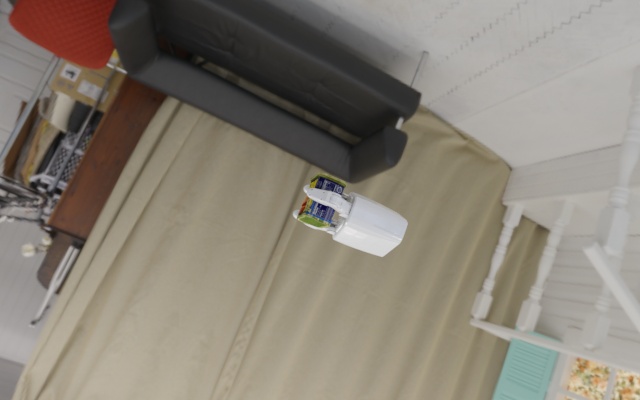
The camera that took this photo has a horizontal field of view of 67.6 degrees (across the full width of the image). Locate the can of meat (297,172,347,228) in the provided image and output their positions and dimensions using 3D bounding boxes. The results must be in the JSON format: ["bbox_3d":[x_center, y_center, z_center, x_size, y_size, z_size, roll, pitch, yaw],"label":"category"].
[{"bbox_3d":[0.000,0.003,0.877,0.057,0.084,0.102,23,-11,-10],"label":"can of meat"}]
